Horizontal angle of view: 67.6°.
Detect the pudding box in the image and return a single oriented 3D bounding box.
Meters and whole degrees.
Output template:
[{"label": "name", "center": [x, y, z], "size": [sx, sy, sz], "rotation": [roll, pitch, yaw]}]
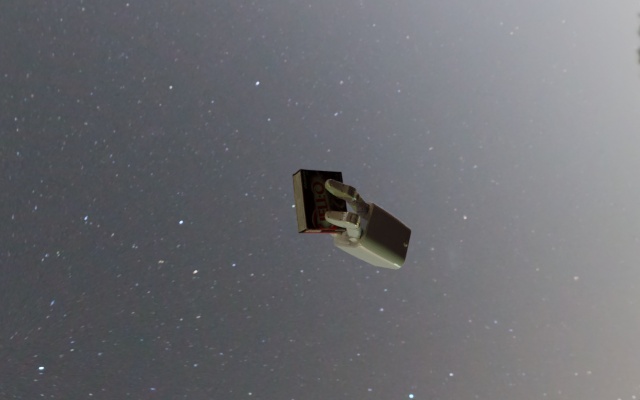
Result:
[{"label": "pudding box", "center": [0.000, 0.003, 0.861], "size": [0.090, 0.113, 0.039], "rotation": [2, -19, -33]}]
